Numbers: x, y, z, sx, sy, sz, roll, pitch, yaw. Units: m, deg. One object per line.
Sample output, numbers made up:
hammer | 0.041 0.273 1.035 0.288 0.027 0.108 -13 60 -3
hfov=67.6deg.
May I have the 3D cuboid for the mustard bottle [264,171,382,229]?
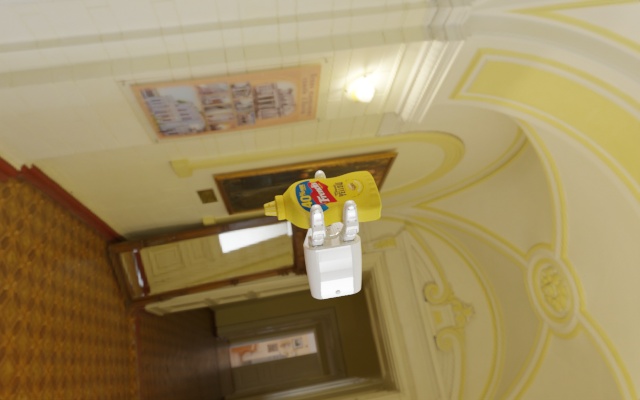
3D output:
mustard bottle | 0.000 0.002 0.812 0.191 0.096 0.058 -8 -42 -7
